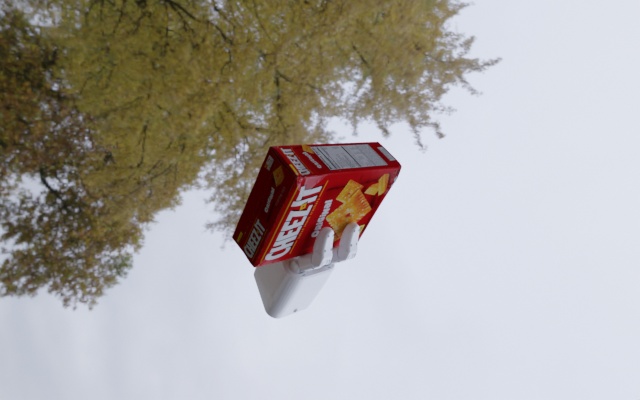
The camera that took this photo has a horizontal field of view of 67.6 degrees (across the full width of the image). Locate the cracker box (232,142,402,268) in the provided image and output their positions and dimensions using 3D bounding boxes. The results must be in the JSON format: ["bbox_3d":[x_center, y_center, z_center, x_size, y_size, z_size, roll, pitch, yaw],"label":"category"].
[{"bbox_3d":[0.000,0.002,0.690,0.213,0.164,0.072,-9,47,-43],"label":"cracker box"}]
